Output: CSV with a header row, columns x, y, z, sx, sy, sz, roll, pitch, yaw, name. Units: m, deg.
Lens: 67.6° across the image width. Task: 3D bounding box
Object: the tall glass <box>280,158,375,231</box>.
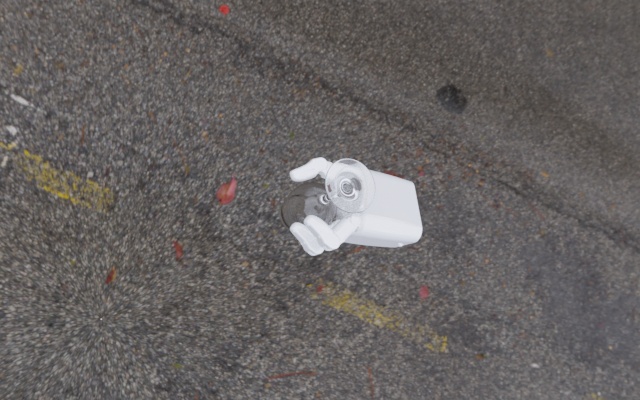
x,y,z,sx,sy,sz,roll,pitch,yaw,name
0.000,0.002,0.713,0.079,0.079,0.201,0,-13,-25,tall glass
